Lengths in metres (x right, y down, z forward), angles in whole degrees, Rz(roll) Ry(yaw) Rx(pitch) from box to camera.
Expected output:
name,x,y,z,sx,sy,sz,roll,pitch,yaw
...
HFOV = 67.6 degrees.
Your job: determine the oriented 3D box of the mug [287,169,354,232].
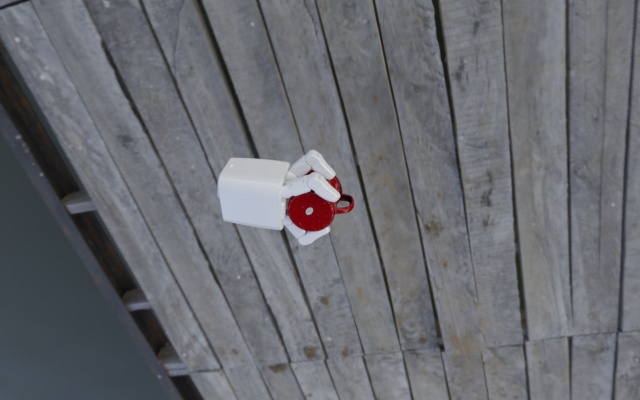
name,x,y,z,sx,sy,sz,roll,pitch,yaw
mug,0.002,0.003,0.829,0.117,0.093,0.081,8,30,3
